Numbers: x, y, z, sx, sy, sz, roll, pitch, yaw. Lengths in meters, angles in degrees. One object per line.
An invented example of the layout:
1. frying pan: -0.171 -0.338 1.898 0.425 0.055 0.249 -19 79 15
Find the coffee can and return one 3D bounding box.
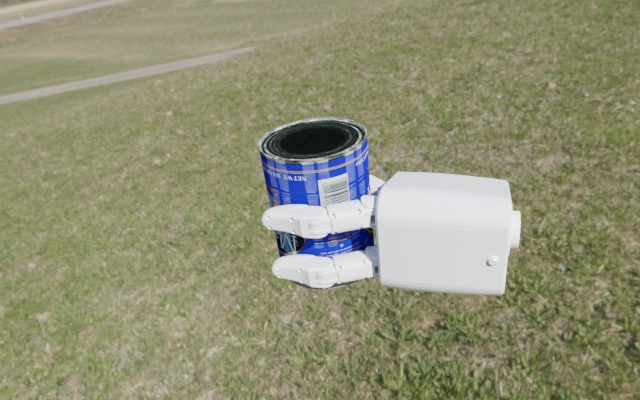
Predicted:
1. coffee can: 0.000 0.002 0.475 0.103 0.140 0.102 -6 30 3
